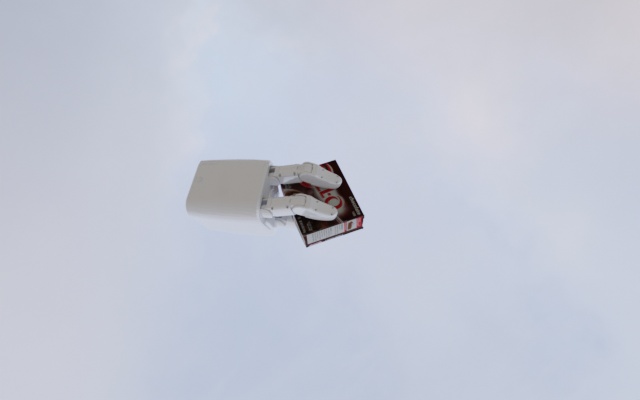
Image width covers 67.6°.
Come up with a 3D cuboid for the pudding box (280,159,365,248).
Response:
[{"bbox_3d":[0.000,0.002,0.677,0.090,0.113,0.039,-19,-33,-9],"label":"pudding box"}]
